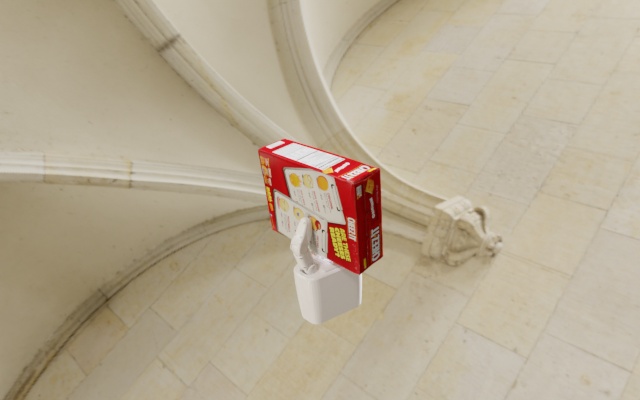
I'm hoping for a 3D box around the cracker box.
[{"bbox_3d":[0.000,0.003,0.780,0.213,0.164,0.072,22,40,40],"label":"cracker box"}]
